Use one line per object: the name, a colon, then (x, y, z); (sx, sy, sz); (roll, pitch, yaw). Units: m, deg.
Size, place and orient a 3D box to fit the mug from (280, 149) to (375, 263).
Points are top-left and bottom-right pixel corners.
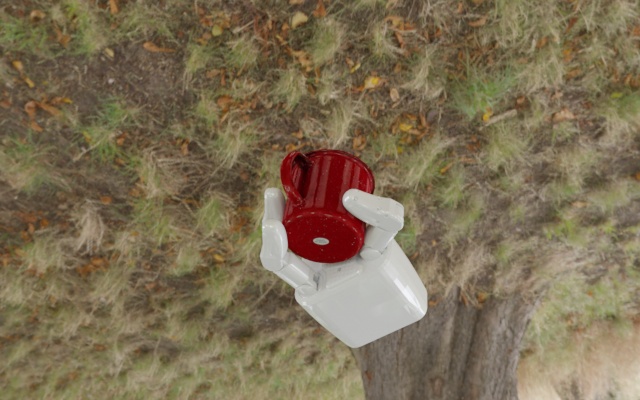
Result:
mug: (-0.001, 0.001, 0.474); (0.093, 0.081, 0.117); (-18, -50, 28)
